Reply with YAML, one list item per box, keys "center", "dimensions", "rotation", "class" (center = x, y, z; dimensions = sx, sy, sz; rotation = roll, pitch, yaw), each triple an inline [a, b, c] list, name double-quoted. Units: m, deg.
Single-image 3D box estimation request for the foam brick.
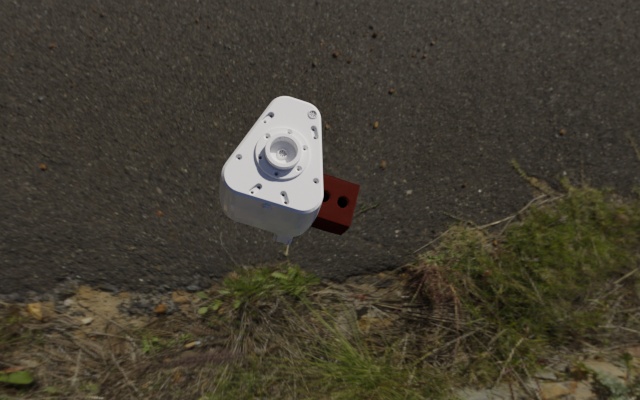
- center: [0.000, 0.002, 0.556]
  dimensions: [0.078, 0.053, 0.051]
  rotation: [17, -18, -5]
  class: "foam brick"
